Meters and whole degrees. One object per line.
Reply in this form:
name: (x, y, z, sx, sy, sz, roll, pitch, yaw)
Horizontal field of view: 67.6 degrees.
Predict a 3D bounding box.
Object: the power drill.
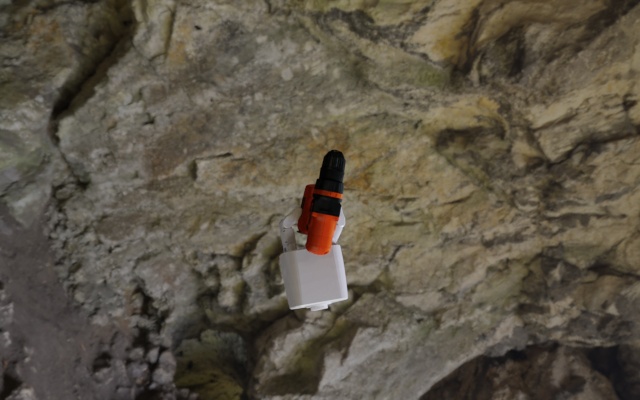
power drill: (0.000, 0.003, 0.895, 0.057, 0.184, 0.187, 13, -2, -6)
